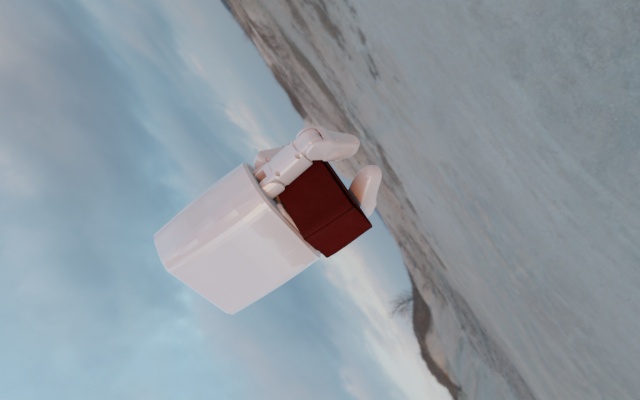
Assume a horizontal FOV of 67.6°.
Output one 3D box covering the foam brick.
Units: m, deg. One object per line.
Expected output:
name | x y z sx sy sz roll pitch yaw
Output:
foam brick | 0.000 0.001 0.420 0.051 0.078 0.053 -36 -33 4
